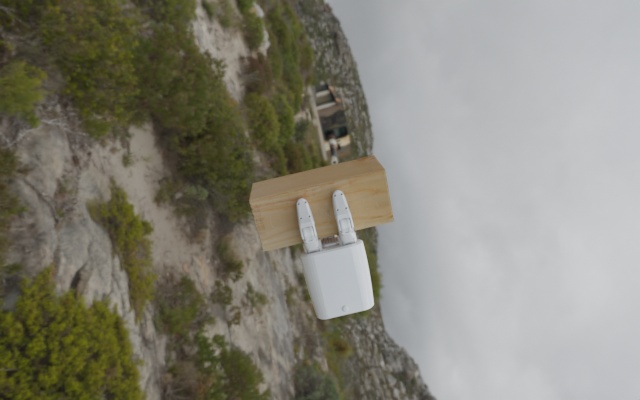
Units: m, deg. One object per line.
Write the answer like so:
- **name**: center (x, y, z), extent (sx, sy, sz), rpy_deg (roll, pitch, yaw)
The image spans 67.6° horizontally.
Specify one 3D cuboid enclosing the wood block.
- **wood block**: center (0.000, 0.003, 0.758), extent (0.206, 0.090, 0.090), rpy_deg (-13, 19, 0)
